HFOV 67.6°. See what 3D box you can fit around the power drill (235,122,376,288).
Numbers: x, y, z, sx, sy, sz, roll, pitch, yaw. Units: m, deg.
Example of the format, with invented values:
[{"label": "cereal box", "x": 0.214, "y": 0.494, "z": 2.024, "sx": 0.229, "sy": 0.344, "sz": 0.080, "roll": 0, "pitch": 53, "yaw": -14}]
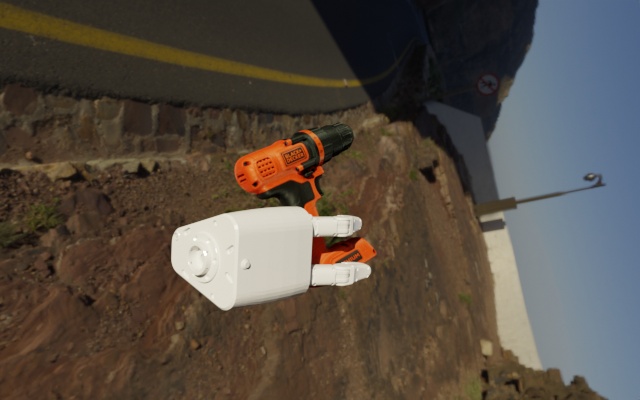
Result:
[{"label": "power drill", "x": 0.000, "y": 0.003, "z": 0.613, "sx": 0.184, "sy": 0.187, "sz": 0.057, "roll": -27, "pitch": 4, "yaw": -34}]
